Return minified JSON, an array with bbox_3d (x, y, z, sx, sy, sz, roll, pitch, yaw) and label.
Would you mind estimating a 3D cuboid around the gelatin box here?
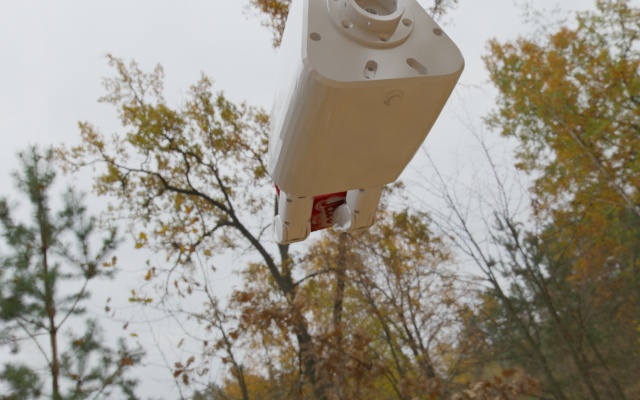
[{"bbox_3d":[0.000,0.001,0.423,0.073,0.030,0.089,-15,-20,-7],"label":"gelatin box"}]
